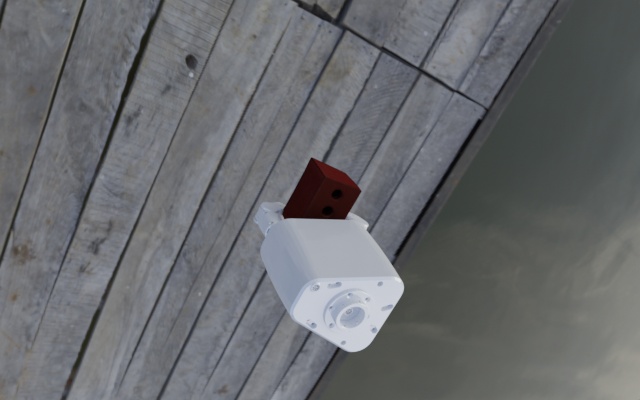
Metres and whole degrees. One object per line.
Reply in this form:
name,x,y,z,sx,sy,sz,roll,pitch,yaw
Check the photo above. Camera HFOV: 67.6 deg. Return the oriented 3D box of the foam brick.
foam brick,0.000,0.001,0.544,0.053,0.078,0.051,20,18,-28
